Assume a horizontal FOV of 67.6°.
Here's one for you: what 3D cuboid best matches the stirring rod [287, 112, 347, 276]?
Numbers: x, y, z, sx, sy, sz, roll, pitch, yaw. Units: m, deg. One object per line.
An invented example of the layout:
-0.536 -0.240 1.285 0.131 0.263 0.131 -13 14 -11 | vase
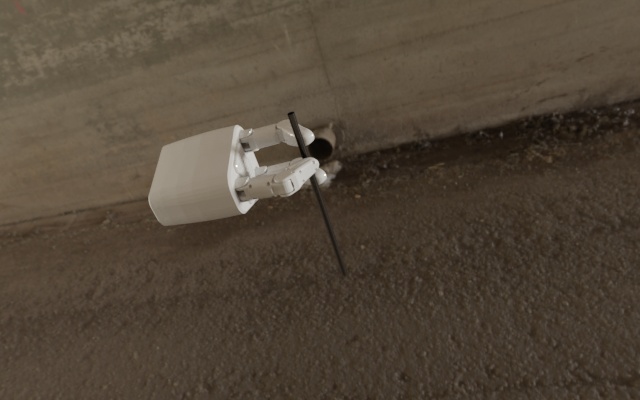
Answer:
0.000 0.002 0.585 0.011 0.240 0.011 -13 32 8 | stirring rod
